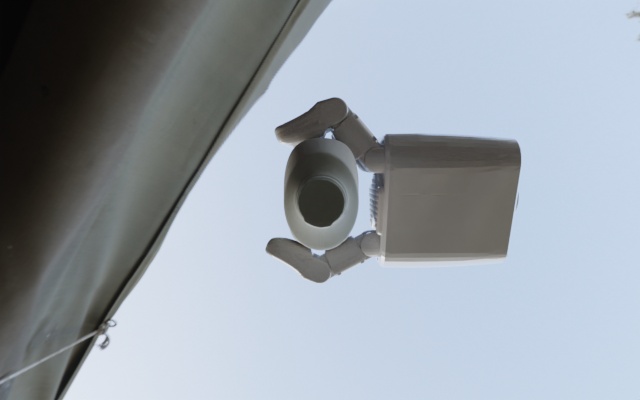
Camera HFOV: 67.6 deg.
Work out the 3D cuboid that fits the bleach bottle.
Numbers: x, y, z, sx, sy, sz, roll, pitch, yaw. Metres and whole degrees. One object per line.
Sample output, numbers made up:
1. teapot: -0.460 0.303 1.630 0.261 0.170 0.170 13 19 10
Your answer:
1. bleach bottle: 0.000 0.001 0.406 0.068 0.102 0.251 0 4 0
